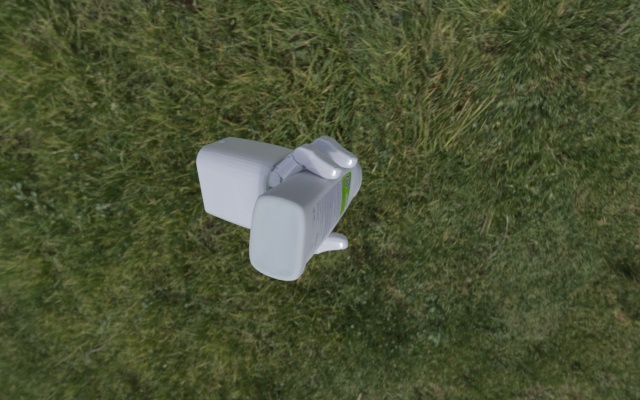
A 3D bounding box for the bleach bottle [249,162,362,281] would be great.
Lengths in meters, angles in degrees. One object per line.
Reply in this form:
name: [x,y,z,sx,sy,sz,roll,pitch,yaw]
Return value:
bleach bottle: [0.000,0.002,0.620,0.068,0.103,0.250,15,24,19]
